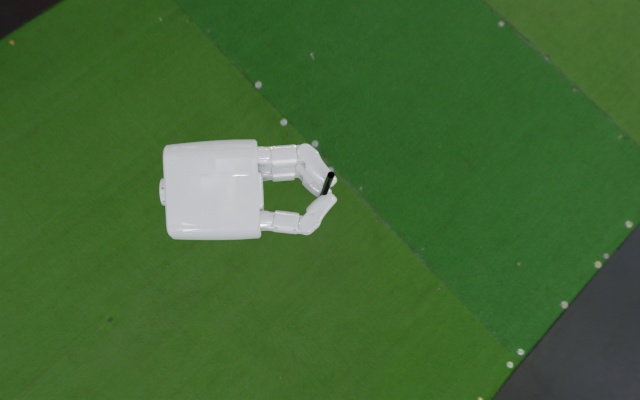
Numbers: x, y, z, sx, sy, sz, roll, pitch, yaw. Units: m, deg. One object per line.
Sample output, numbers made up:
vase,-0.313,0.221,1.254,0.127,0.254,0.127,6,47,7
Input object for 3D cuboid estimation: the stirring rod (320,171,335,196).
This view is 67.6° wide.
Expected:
stirring rod,0.000,0.002,0.624,0.011,0.011,0.239,0,-14,-5
